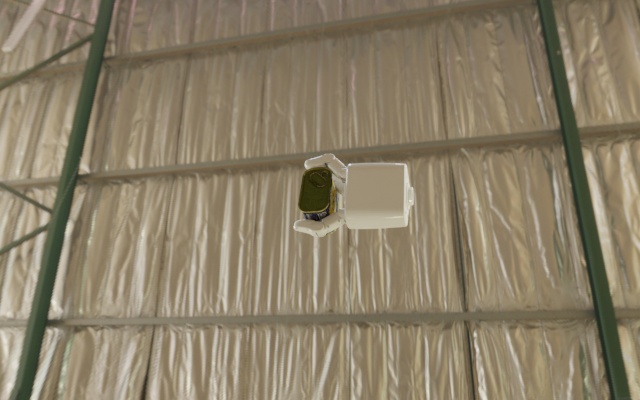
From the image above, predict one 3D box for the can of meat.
[{"bbox_3d":[0.000,0.003,0.897,0.057,0.102,0.084,-4,-37,14],"label":"can of meat"}]
